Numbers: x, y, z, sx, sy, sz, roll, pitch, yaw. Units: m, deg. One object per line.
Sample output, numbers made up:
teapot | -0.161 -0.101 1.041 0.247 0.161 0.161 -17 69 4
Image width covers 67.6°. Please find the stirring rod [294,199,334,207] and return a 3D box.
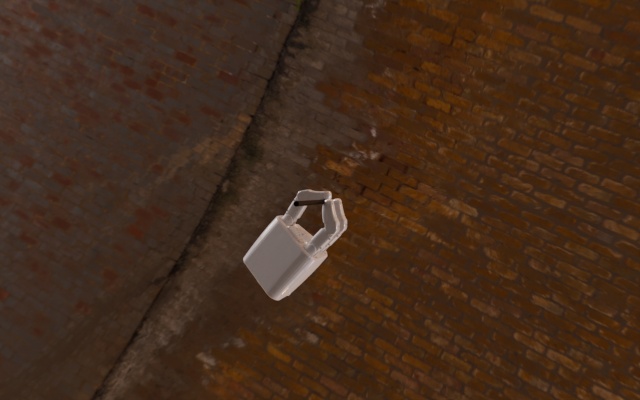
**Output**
stirring rod | 0.000 0.003 0.788 0.011 0.011 0.239 0 1 17
